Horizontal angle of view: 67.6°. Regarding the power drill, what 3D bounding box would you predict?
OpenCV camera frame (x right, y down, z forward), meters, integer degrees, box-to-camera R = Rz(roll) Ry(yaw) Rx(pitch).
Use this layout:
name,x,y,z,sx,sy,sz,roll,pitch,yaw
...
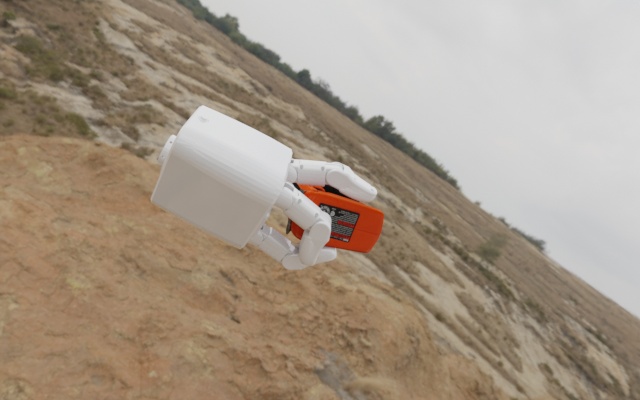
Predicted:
name,x,y,z,sx,sy,sz,roll,pitch,yaw
power drill,0.000,0.002,0.592,0.184,0.057,0.187,13,11,-27
